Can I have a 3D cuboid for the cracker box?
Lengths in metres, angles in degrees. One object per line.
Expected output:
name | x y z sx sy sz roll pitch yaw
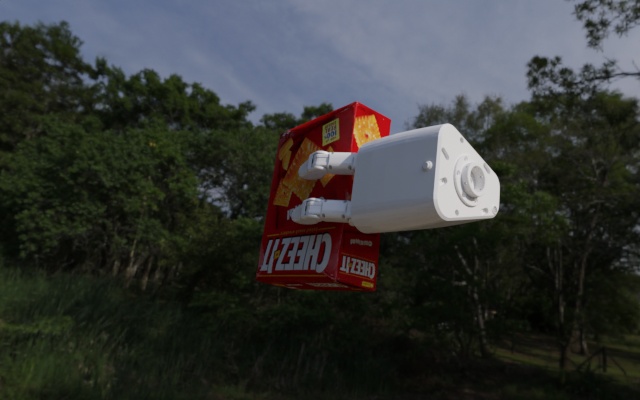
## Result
cracker box | 0.000 0.002 0.605 0.072 0.213 0.164 20 -19 -36
